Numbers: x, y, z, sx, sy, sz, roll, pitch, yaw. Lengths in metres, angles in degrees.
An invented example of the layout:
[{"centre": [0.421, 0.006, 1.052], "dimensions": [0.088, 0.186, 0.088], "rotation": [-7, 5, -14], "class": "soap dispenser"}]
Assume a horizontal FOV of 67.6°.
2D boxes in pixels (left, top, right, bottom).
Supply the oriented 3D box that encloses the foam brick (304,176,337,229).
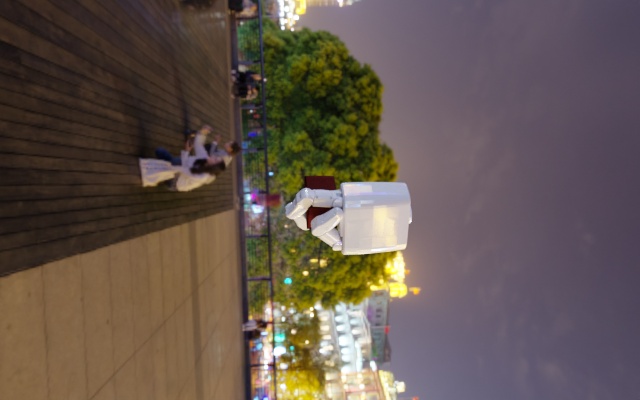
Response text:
[{"centre": [0.000, 0.002, 0.792], "dimensions": [0.051, 0.053, 0.078], "rotation": [-3, 45, -4], "class": "foam brick"}]
